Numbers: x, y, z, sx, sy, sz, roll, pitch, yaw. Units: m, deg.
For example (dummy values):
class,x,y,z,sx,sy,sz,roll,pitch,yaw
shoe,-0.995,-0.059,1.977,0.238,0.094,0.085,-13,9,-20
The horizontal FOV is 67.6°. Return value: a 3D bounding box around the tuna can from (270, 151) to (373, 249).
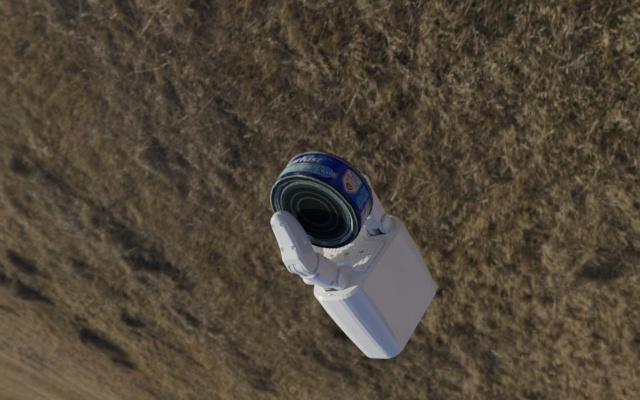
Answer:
class,x,y,z,sx,sy,sz,roll,pitch,yaw
tuna can,0.000,0.002,0.415,0.086,0.086,0.033,0,39,32
